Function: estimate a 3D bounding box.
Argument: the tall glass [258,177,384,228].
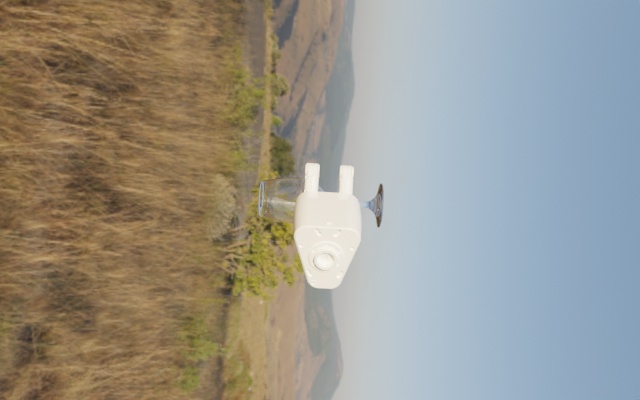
[{"bbox_3d":[0.001,0.003,0.794,0.201,0.079,0.079,3,0,-1],"label":"tall glass"}]
